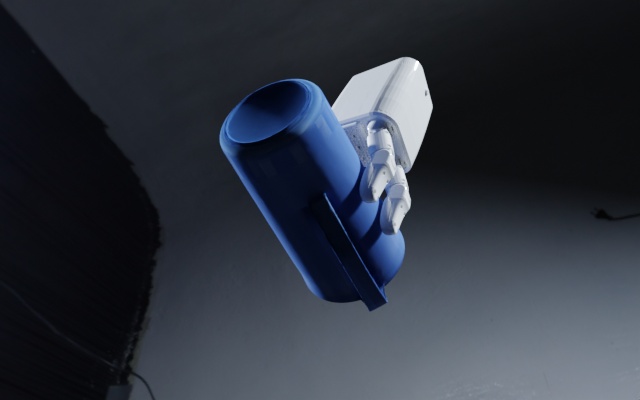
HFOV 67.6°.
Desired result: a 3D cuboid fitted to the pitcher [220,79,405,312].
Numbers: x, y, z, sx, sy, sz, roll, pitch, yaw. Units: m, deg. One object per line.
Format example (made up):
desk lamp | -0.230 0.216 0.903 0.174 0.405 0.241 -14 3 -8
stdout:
pitcher | 0.000 0.002 0.511 0.149 0.145 0.243 6 -37 34
